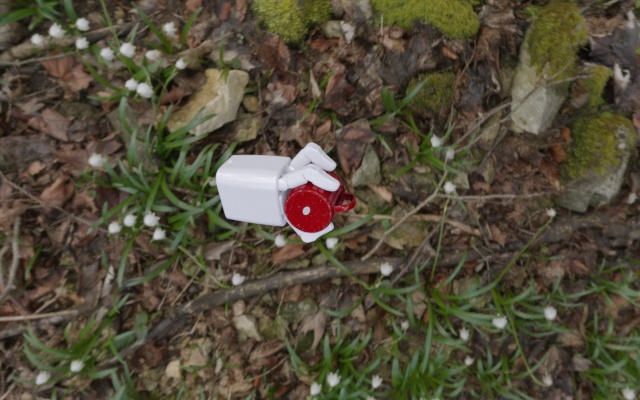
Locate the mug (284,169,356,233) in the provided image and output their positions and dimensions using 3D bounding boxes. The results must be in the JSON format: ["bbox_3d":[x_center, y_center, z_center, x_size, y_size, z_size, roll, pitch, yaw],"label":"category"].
[{"bbox_3d":[0.001,0.003,0.790,0.117,0.093,0.081,5,27,12],"label":"mug"}]
